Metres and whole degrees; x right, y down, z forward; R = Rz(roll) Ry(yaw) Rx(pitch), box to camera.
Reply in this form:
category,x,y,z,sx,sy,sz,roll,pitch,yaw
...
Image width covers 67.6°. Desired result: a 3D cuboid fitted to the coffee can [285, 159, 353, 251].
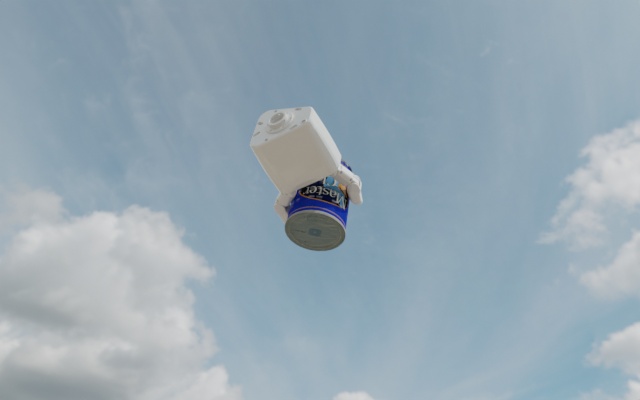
category,x,y,z,sx,sy,sz,roll,pitch,yaw
coffee can,0.000,0.003,0.839,0.103,0.140,0.103,6,-42,5
